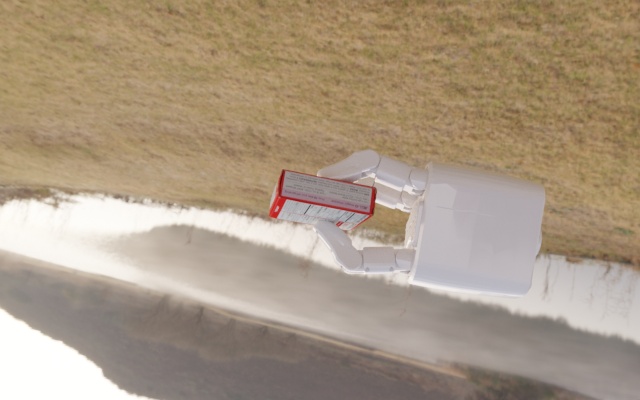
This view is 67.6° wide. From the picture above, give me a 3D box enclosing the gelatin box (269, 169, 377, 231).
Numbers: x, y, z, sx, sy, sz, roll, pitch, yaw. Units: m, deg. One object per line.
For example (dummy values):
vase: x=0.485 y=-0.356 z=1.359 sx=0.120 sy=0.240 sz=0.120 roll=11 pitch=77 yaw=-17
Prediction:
gelatin box: x=0.000 y=0.002 z=0.452 sx=0.089 sy=0.030 sz=0.073 roll=10 pitch=-17 yaw=-10
